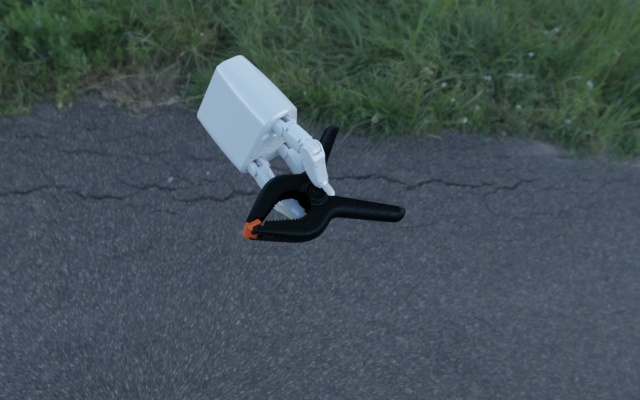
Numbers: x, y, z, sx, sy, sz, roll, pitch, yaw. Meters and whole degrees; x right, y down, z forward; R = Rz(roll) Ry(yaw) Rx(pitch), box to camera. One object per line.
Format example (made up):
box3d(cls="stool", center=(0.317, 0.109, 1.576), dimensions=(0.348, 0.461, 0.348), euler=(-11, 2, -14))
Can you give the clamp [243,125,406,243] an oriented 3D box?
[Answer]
box3d(cls="clamp", center=(0.000, 0.002, 0.607), dimensions=(0.210, 0.164, 0.036), euler=(-35, -16, -32))
